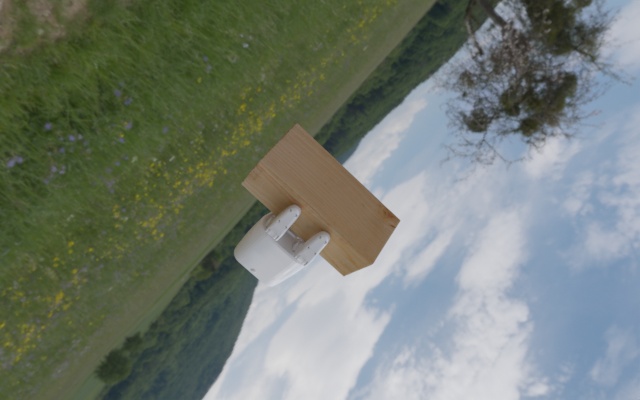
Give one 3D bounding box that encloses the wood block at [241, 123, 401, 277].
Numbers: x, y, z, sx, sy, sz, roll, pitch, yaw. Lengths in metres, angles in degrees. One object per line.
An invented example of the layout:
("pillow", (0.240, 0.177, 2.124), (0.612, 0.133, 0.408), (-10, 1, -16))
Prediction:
("wood block", (0.000, 0.002, 0.694), (0.090, 0.206, 0.090), (-52, 8, -33))
